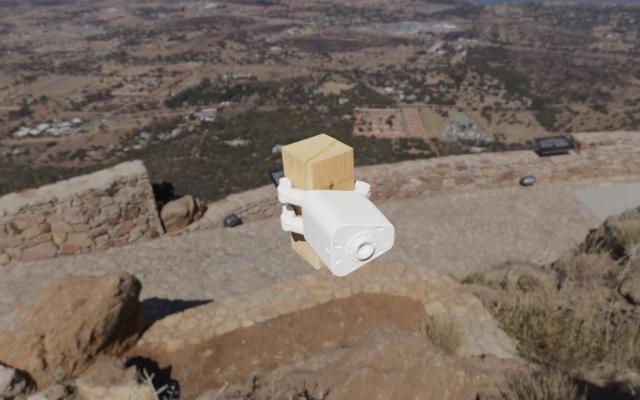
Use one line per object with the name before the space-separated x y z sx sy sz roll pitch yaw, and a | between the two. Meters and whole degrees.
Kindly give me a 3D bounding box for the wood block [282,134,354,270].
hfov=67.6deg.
wood block | 0.001 0.003 0.835 0.091 0.206 0.090 -22 35 -28
